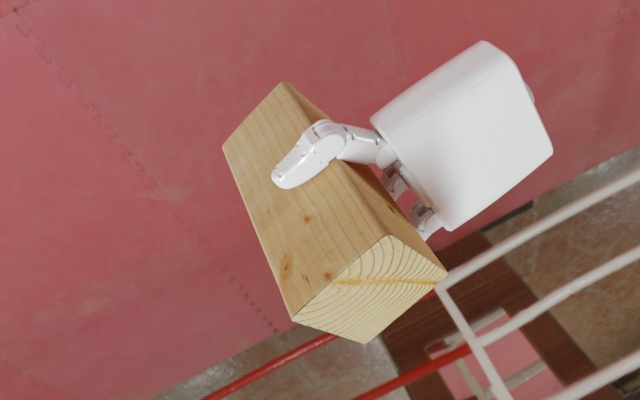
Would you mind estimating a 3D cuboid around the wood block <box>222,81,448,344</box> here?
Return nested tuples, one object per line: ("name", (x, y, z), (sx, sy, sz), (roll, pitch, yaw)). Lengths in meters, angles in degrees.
("wood block", (0.000, 0.001, 0.401), (0.091, 0.090, 0.206), (33, 19, -43))
